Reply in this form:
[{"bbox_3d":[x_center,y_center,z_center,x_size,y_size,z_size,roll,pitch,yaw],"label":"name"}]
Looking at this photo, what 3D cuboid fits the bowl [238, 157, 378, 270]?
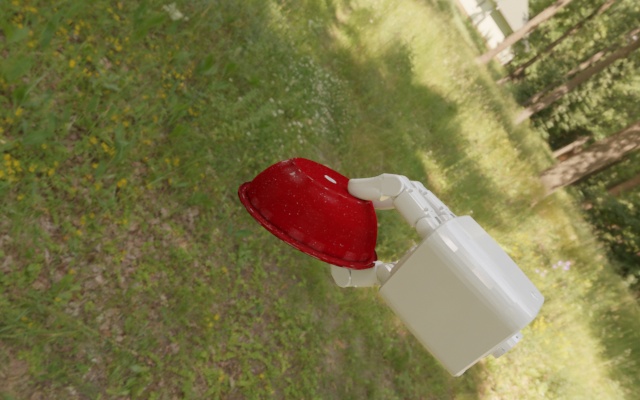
[{"bbox_3d":[-0.001,0.001,0.489,0.162,0.055,0.162,26,15,-8],"label":"bowl"}]
